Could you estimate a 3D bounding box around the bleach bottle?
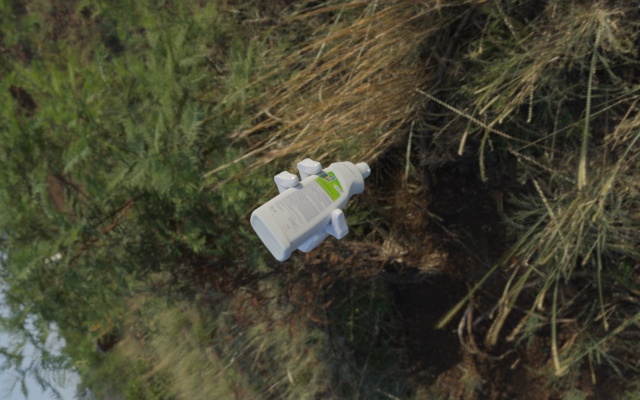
[{"bbox_3d":[0.000,0.003,0.877,0.250,0.102,0.068,-32,-13,-28],"label":"bleach bottle"}]
